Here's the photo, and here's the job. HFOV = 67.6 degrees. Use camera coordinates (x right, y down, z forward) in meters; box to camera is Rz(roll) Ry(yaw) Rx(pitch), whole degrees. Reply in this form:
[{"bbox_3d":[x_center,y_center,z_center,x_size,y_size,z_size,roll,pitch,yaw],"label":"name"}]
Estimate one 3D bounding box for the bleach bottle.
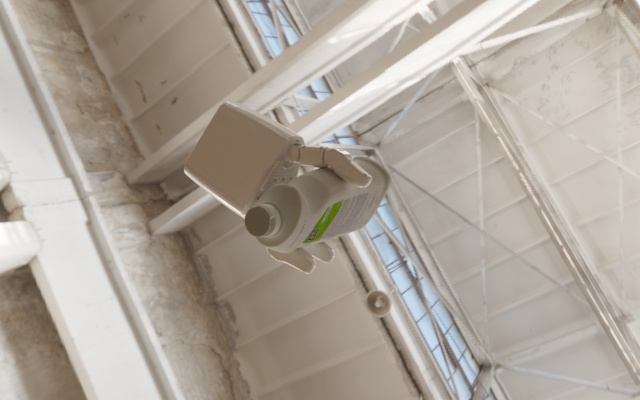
[{"bbox_3d":[0.000,0.002,0.548,0.068,0.102,0.251,33,18,20],"label":"bleach bottle"}]
